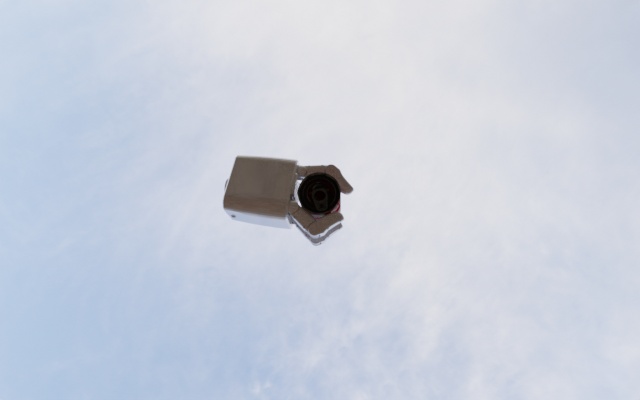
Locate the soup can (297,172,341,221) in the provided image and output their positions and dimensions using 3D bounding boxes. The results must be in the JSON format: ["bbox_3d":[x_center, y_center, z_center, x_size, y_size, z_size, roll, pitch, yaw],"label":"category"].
[{"bbox_3d":[0.001,0.003,0.790,0.068,0.068,0.102,0,-17,3],"label":"soup can"}]
